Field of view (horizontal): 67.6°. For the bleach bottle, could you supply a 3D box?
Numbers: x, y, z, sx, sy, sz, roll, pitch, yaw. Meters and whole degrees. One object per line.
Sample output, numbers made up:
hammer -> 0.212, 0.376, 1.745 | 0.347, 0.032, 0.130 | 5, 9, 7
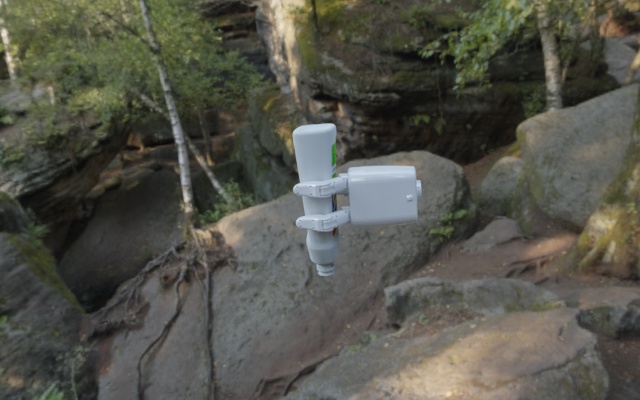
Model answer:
bleach bottle -> 0.000, 0.003, 0.804 | 0.068, 0.251, 0.102 | -3, 15, 8
